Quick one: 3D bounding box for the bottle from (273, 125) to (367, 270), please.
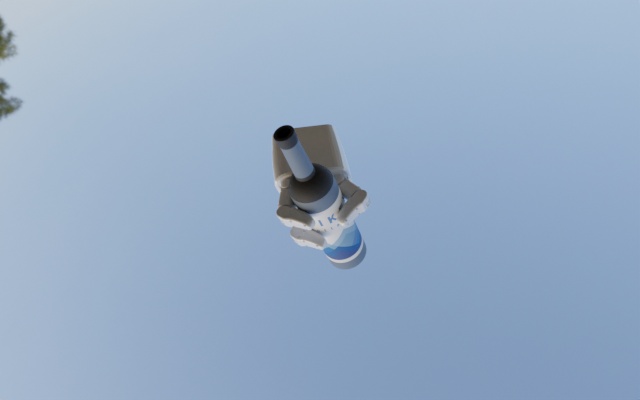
[{"bbox_3d":[0.000,0.002,0.692,0.069,0.069,0.296,0,-35,22],"label":"bottle"}]
